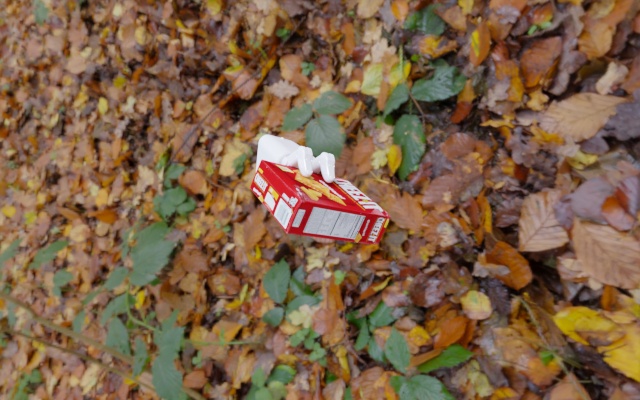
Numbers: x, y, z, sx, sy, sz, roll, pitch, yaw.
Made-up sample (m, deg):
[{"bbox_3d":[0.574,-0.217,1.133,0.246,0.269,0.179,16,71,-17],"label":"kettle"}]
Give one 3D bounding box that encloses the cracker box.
[{"bbox_3d":[0.000,0.003,0.888,0.214,0.072,0.164,10,22,-37],"label":"cracker box"}]
